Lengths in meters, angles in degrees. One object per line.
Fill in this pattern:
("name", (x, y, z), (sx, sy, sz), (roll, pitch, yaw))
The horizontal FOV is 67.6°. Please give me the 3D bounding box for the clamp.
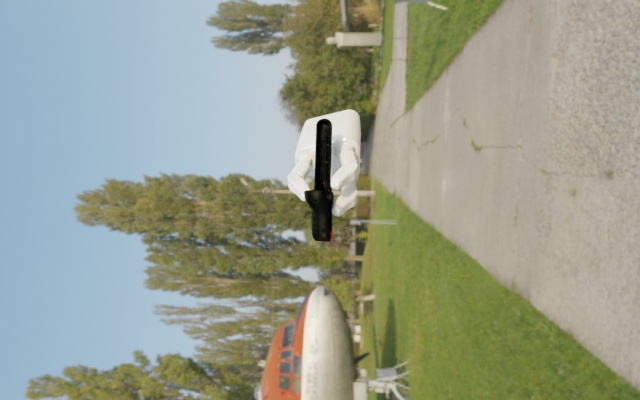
("clamp", (-0.001, 0.003, 0.744), (0.036, 0.210, 0.164), (4, 41, 7))
